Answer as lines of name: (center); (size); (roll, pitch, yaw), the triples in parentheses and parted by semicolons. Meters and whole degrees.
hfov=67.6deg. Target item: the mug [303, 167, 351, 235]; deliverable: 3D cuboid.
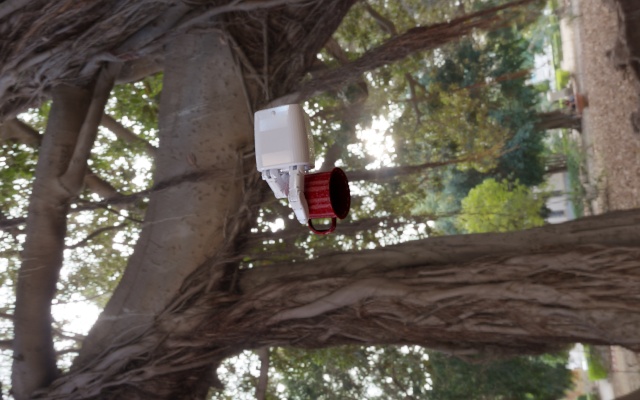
mug: (0.000, 0.004, 0.857); (0.081, 0.117, 0.093); (-6, -3, 27)
